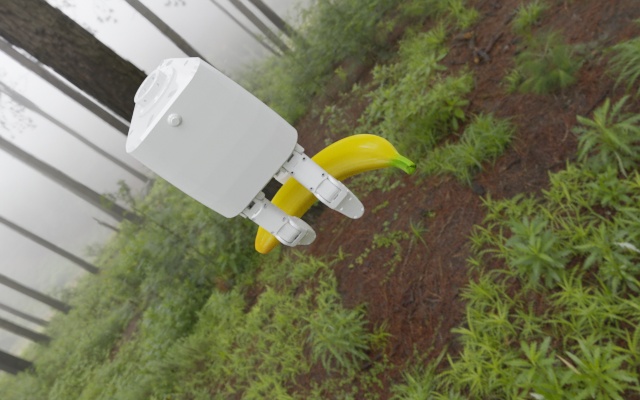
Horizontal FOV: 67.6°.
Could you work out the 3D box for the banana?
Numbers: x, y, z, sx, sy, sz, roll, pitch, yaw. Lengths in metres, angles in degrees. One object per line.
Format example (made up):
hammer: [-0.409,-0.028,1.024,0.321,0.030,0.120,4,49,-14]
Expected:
banana: [0.000,-0.015,0.494,0.198,0.069,0.037,-31,-42,26]
